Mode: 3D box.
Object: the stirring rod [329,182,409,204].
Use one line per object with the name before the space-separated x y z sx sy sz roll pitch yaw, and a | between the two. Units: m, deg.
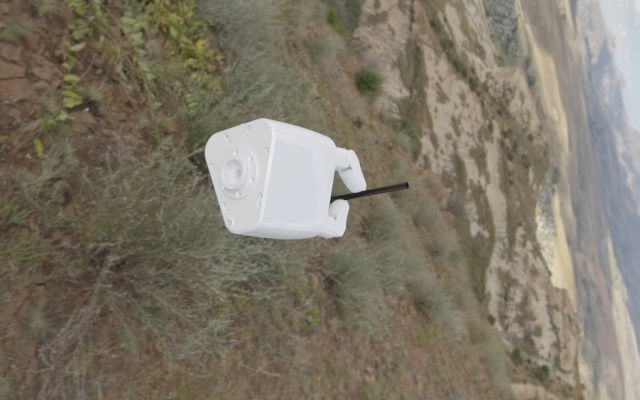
stirring rod | 0.000 0.002 0.614 0.239 0.011 0.011 -11 -6 32
